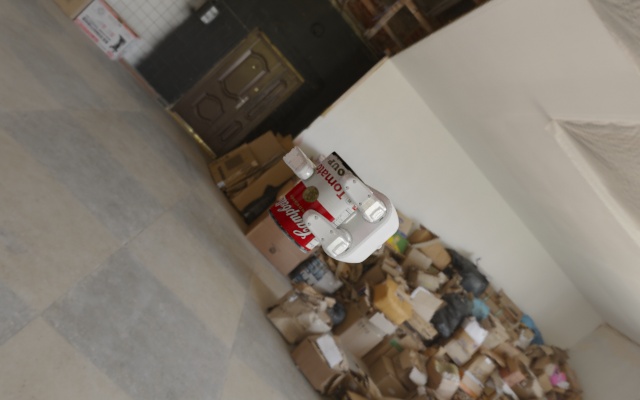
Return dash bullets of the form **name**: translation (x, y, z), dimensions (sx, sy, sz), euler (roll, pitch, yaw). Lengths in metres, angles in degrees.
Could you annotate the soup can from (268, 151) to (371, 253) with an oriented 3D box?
- **soup can**: translation (0.000, 0.001, 0.544), dimensions (0.102, 0.068, 0.068), euler (-42, -3, 4)
